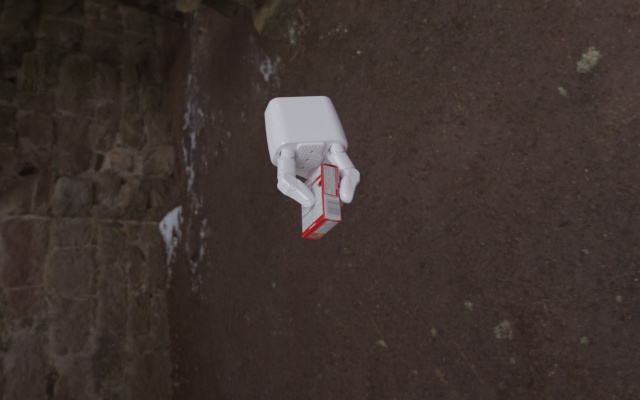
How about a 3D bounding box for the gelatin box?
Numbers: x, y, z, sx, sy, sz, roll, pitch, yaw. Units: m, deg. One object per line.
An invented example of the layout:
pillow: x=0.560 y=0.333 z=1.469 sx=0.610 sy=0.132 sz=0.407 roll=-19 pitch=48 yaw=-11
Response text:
gelatin box: x=0.000 y=0.002 z=0.686 sx=0.030 sy=0.089 sz=0.073 roll=11 pitch=-30 yaw=-24
